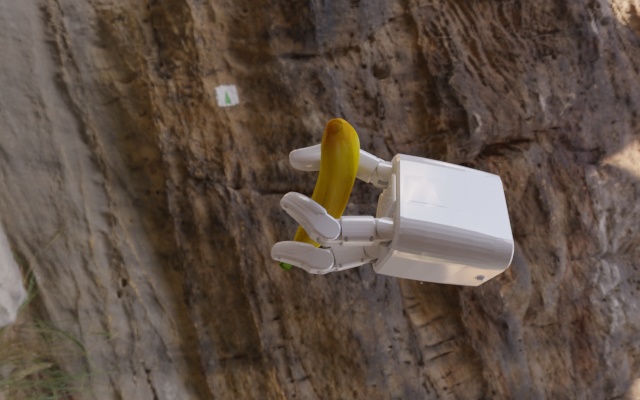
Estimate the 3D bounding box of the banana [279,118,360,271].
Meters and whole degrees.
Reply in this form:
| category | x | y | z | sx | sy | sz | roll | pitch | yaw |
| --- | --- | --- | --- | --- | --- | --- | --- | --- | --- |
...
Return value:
| category | x | y | z | sx | sy | sz | roll | pitch | yaw |
| --- | --- | --- | --- | --- | --- | --- | --- | --- | --- |
| banana | 0.007 | -0.007 | 0.457 | 0.037 | 0.198 | 0.069 | 27 | 44 | 9 |
